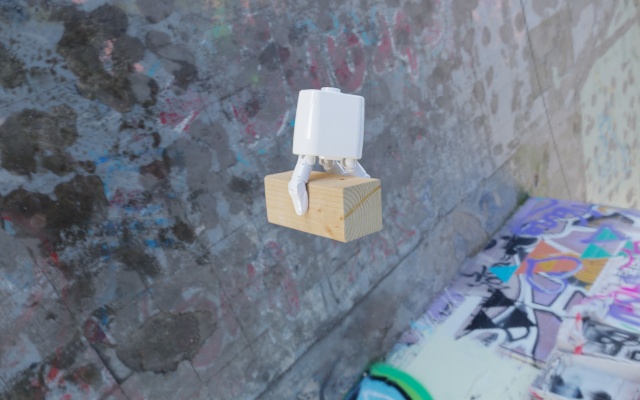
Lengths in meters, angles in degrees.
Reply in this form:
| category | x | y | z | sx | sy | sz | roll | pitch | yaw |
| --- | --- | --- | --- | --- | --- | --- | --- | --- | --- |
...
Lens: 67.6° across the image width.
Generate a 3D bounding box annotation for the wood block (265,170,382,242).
| category | x | y | z | sx | sy | sz | roll | pitch | yaw |
| --- | --- | --- | --- | --- | --- | --- | --- | --- | --- |
| wood block | 0.000 | 0.002 | 0.841 | 0.091 | 0.090 | 0.206 | -14 | 16 | -40 |
